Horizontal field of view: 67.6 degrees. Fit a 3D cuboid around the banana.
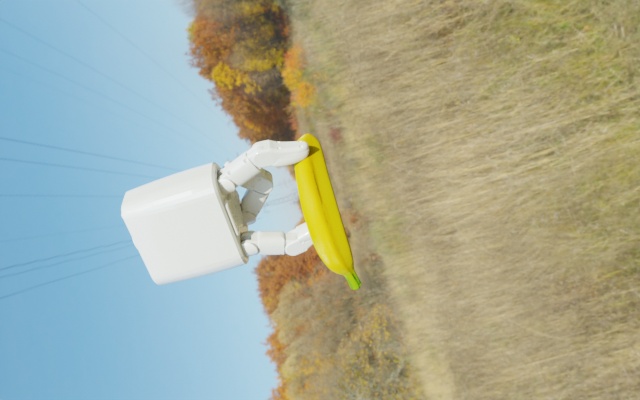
[{"bbox_3d":[-0.002,-0.003,0.508,0.037,0.197,0.070,-16,-27,3],"label":"banana"}]
